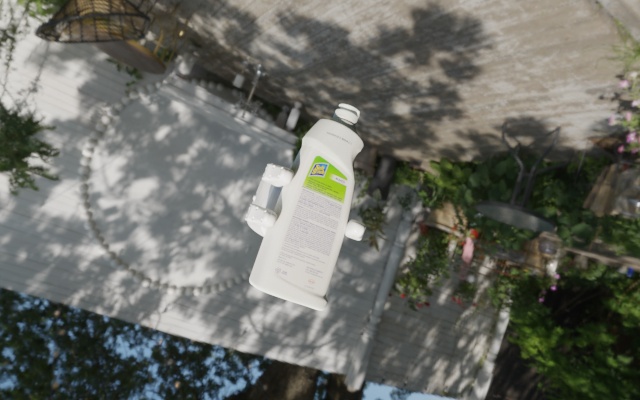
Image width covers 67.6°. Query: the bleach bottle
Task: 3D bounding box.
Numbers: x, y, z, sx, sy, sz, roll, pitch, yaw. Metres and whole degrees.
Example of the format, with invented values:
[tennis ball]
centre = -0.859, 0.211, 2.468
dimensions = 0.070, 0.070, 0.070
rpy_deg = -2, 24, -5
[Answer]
[bleach bottle]
centre = 0.000, 0.002, 0.601
dimensions = 0.102, 0.251, 0.068
rpy_deg = 23, -6, -21
